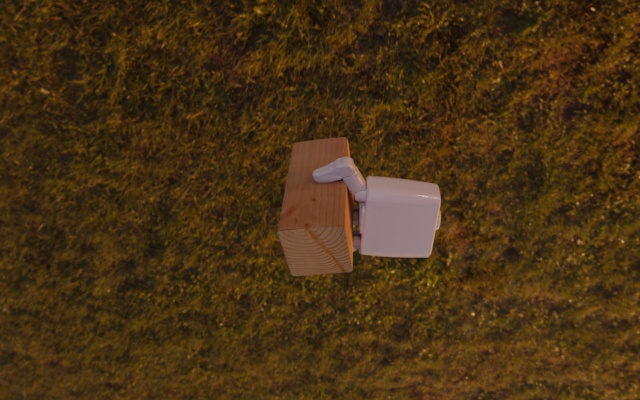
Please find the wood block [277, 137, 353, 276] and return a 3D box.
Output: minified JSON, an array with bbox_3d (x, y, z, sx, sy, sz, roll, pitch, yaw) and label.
[{"bbox_3d":[0.000,0.002,0.713,0.090,0.091,0.206,-5,40,8],"label":"wood block"}]
